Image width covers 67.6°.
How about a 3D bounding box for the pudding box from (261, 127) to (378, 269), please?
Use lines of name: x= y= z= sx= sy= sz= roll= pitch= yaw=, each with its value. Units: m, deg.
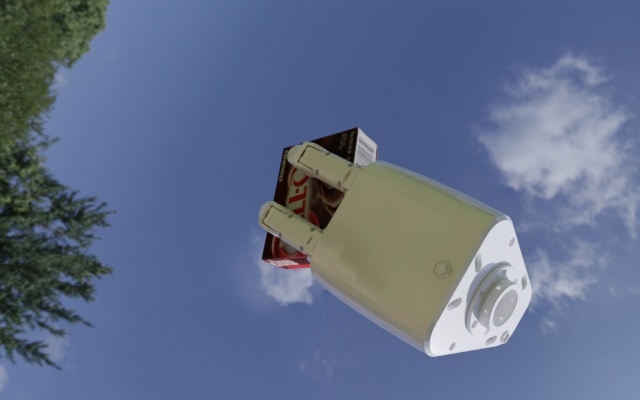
pudding box: x=0.000 y=0.001 z=0.413 sx=0.090 sy=0.113 sz=0.039 roll=-9 pitch=-30 yaw=40
